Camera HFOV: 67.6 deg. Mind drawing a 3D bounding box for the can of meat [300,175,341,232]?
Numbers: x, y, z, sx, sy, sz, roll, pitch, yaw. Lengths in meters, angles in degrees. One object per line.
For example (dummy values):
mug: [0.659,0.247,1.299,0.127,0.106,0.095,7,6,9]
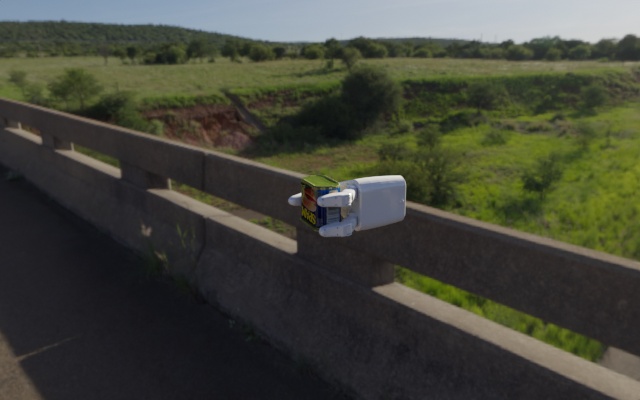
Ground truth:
can of meat: [0.000,0.003,0.890,0.057,0.084,0.102,-7,17,-22]
